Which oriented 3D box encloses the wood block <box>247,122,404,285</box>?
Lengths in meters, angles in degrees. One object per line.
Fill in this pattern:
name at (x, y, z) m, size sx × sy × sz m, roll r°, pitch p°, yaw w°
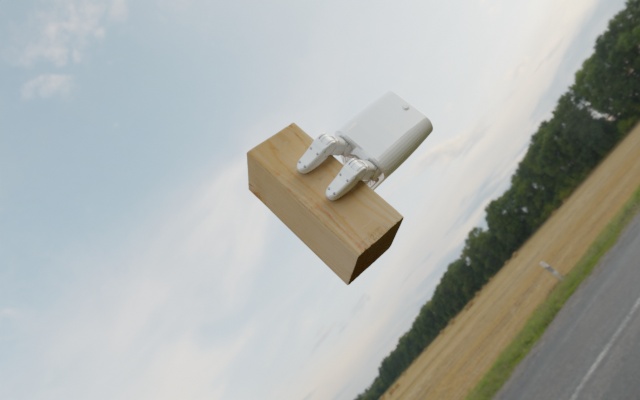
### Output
wood block at (0.000, 0.002, 0.653) m, size 0.090 × 0.206 × 0.091 m, roll -38°, pitch -22°, yaw -25°
